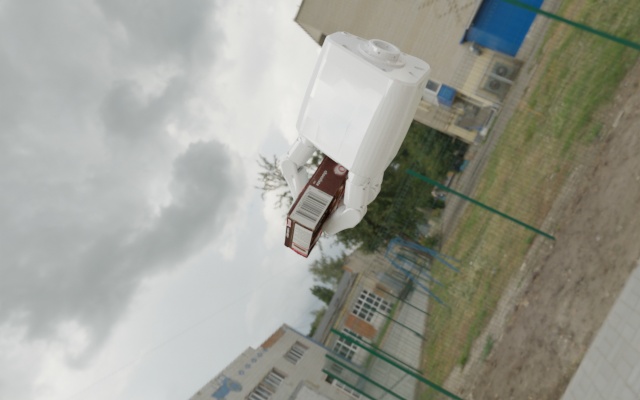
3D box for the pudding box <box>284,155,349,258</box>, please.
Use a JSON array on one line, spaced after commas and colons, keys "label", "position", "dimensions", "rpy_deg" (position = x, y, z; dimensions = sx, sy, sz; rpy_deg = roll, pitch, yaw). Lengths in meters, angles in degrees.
[{"label": "pudding box", "position": [0.000, 0.002, 0.570], "dimensions": [0.039, 0.113, 0.090], "rpy_deg": [30, -26, 9]}]
